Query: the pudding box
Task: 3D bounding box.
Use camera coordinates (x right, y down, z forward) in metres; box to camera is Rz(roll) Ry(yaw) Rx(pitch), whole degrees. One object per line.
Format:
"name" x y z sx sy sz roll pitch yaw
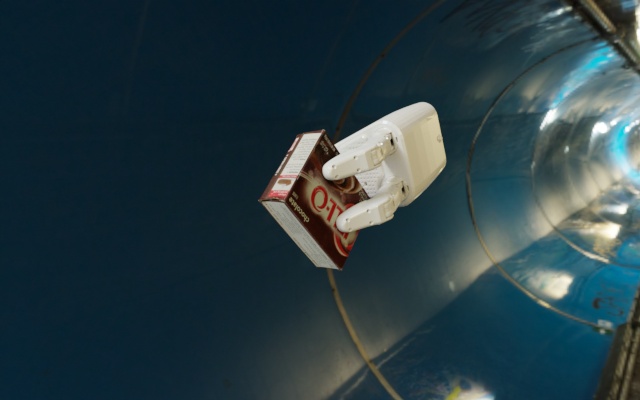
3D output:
"pudding box" 0.000 0.002 0.474 0.039 0.090 0.113 -3 -41 40
